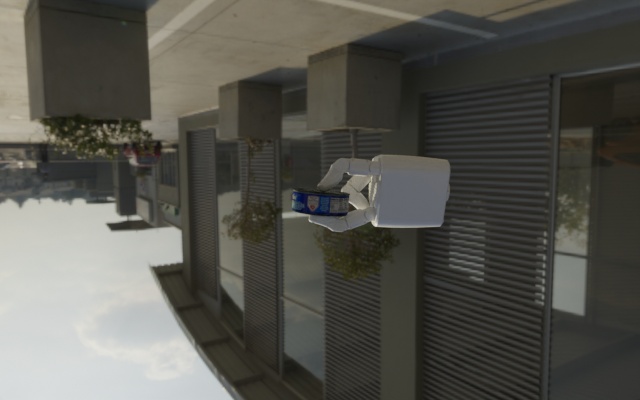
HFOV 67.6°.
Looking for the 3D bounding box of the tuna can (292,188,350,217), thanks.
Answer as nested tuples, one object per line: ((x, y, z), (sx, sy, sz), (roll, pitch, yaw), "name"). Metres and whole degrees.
((0.000, 0.003, 0.714), (0.086, 0.034, 0.086), (5, 5, 0), "tuna can")
